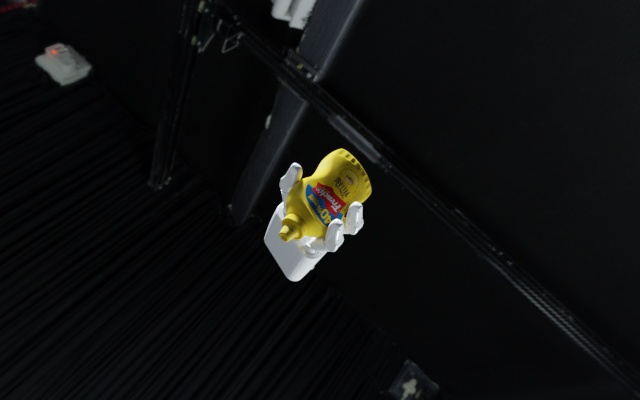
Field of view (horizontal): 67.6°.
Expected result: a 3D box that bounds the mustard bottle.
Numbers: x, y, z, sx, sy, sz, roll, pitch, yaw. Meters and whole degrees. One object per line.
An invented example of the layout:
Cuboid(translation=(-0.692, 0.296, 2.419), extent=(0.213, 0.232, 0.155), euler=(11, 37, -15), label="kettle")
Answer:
Cuboid(translation=(0.000, 0.002, 0.761), extent=(0.058, 0.096, 0.191), euler=(-19, 19, 50), label="mustard bottle")
